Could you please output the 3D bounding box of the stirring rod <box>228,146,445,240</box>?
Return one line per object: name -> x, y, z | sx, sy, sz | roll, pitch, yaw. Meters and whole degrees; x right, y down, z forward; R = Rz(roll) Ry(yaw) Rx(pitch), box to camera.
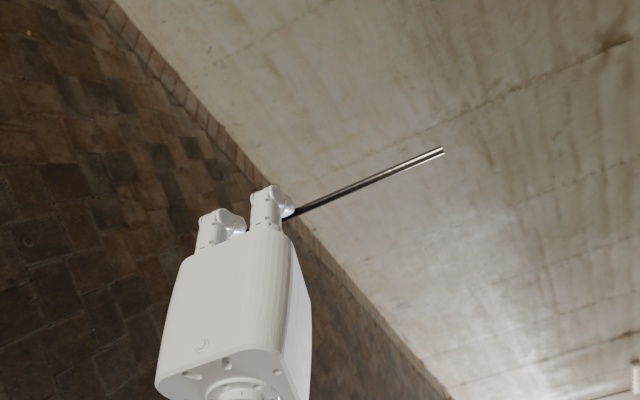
stirring rod -> 0.000, 0.002, 0.448 | 0.239, 0.011, 0.011 | -23, -7, 15
